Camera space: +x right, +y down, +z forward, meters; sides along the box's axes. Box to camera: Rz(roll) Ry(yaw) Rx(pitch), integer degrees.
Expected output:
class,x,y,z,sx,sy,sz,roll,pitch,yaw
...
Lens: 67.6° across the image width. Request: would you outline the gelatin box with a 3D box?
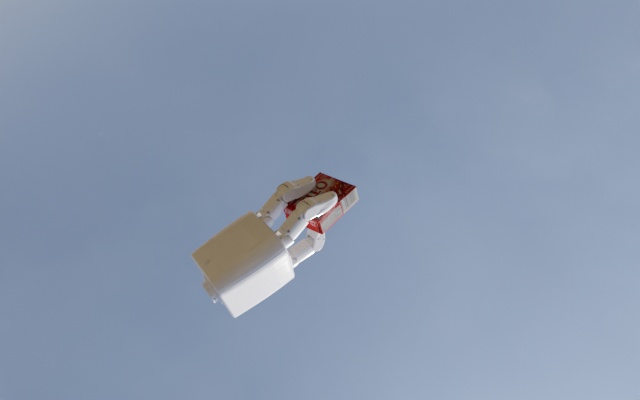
class,x,y,z,sx,sy,sz,roll,pitch,yaw
gelatin box,0.000,0.002,0.699,0.073,0.030,0.089,24,53,37
